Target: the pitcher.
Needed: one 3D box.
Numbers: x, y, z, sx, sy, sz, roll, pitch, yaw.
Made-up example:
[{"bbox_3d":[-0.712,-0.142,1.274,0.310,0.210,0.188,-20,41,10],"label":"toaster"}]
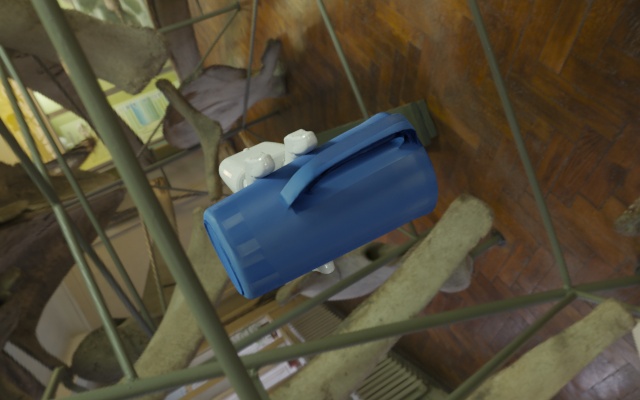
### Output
[{"bbox_3d":[0.000,0.002,0.528,0.243,0.149,0.145,-28,24,-17],"label":"pitcher"}]
